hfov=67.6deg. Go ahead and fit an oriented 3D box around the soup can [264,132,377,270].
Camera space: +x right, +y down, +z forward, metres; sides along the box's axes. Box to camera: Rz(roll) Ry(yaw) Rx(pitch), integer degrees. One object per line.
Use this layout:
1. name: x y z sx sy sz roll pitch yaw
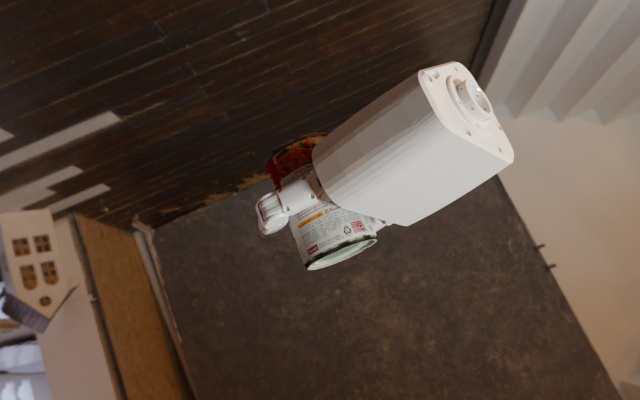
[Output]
1. soup can: 0.000 0.002 0.420 0.068 0.102 0.068 -21 -15 -6
